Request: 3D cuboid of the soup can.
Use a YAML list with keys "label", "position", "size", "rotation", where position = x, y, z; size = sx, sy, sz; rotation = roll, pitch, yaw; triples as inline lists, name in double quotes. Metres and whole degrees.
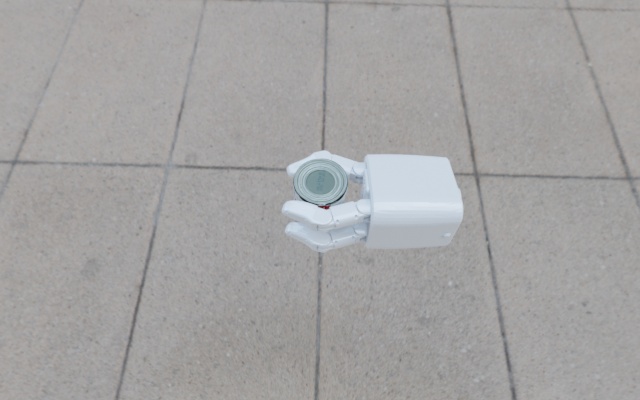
- label: "soup can"
  position: [0.000, 0.002, 0.609]
  size: [0.068, 0.068, 0.102]
  rotation: [0, -30, 0]
